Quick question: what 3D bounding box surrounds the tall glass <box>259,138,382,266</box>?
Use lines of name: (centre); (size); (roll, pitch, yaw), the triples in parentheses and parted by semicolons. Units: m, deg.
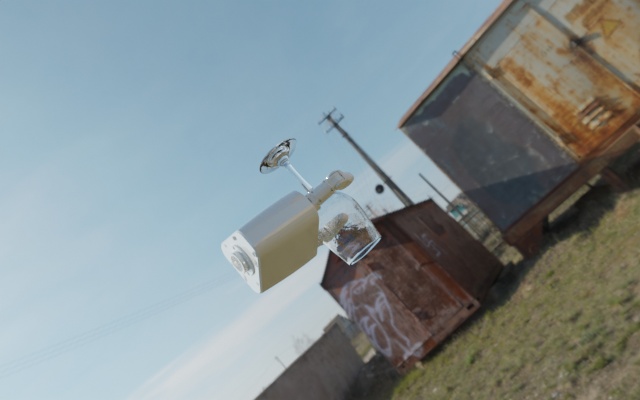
tall glass: (0.000, 0.002, 0.708); (0.079, 0.201, 0.079); (-40, -14, -12)
